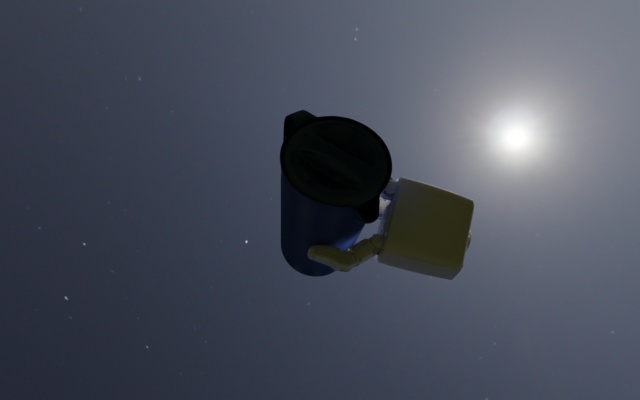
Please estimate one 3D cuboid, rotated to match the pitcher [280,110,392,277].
[{"bbox_3d":[0.000,0.002,0.658,0.145,0.149,0.243,14,-33,0],"label":"pitcher"}]
